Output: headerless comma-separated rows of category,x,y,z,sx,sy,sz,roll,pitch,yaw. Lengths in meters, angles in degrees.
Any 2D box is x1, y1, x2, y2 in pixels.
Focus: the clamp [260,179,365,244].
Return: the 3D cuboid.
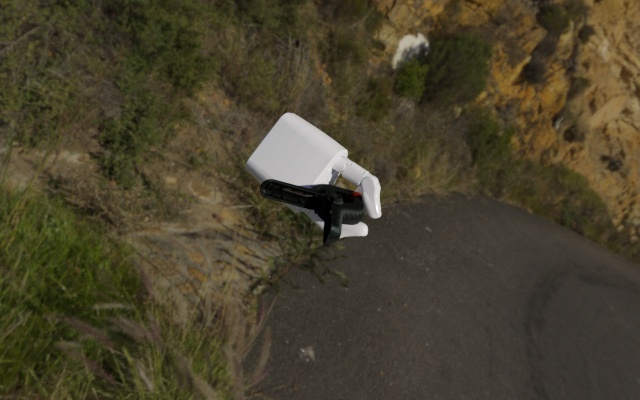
clamp,0.001,0.002,0.628,0.120,0.039,0.171,39,19,13
